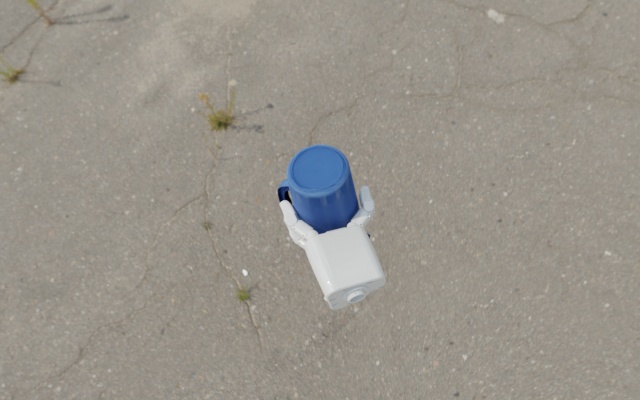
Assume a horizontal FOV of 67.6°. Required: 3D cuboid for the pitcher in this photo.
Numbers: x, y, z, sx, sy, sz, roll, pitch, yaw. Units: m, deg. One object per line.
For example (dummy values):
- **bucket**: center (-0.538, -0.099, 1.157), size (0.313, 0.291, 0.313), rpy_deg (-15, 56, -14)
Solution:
- **pitcher**: center (0.000, 0.003, 0.899), size (0.149, 0.145, 0.243), rpy_deg (-20, -31, -3)
